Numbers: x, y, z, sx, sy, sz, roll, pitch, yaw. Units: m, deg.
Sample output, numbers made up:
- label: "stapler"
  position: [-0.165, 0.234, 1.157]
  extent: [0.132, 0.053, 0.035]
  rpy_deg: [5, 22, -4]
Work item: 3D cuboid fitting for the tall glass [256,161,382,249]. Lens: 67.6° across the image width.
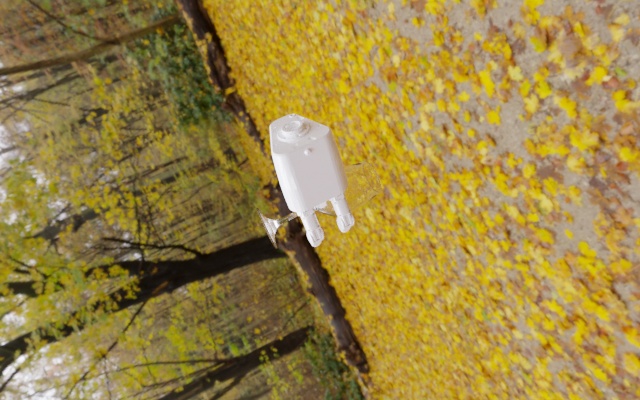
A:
- label: "tall glass"
  position: [0.000, 0.003, 0.792]
  extent: [0.201, 0.079, 0.079]
  rpy_deg: [-26, 5, -10]
